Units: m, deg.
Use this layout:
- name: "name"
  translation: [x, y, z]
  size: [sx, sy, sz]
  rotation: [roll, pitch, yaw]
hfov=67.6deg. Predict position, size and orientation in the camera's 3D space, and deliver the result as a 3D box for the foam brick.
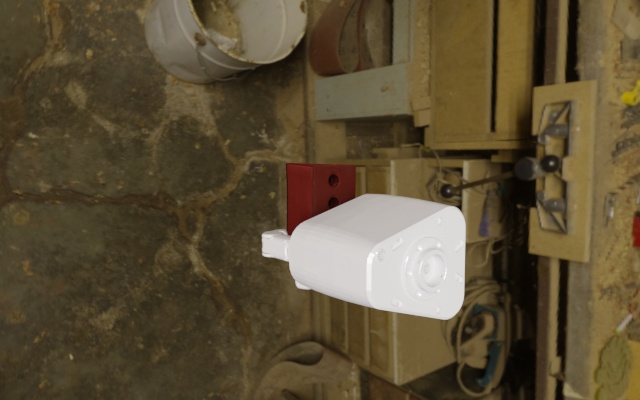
- name: "foam brick"
  translation: [0.000, 0.001, 0.475]
  size: [0.053, 0.078, 0.051]
  rotation: [-4, 6, -33]
